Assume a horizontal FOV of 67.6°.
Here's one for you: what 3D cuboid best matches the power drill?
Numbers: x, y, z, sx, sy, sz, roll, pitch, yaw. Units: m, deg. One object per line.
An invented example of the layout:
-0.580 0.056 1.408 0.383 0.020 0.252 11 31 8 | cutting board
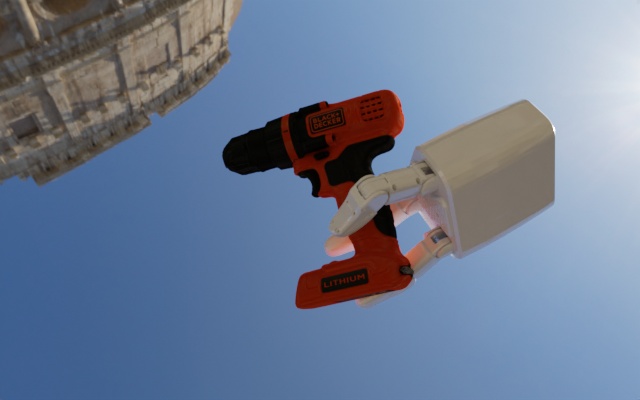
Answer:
0.000 0.002 0.445 0.184 0.187 0.057 -15 -14 17 | power drill
